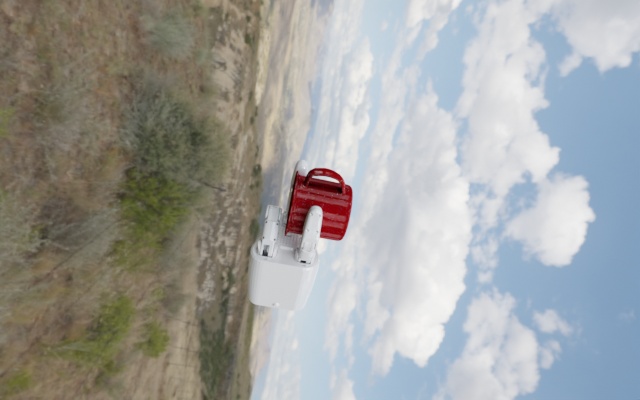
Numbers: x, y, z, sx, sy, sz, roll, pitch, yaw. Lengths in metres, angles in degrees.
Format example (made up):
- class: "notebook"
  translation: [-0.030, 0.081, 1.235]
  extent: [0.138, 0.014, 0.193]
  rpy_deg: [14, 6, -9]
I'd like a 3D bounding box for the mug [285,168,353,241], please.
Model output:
- class: "mug"
  translation: [0.001, 0.001, 0.664]
  extent: [0.081, 0.117, 0.093]
  rpy_deg: [11, 41, -5]
